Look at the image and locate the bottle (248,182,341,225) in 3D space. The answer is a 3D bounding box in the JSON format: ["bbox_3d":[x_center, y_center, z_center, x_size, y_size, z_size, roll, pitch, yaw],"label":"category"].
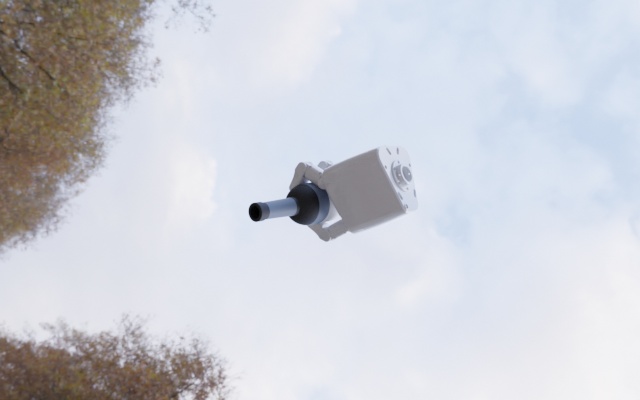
[{"bbox_3d":[0.000,0.003,0.776,0.069,0.069,0.295,0,5,39],"label":"bottle"}]
